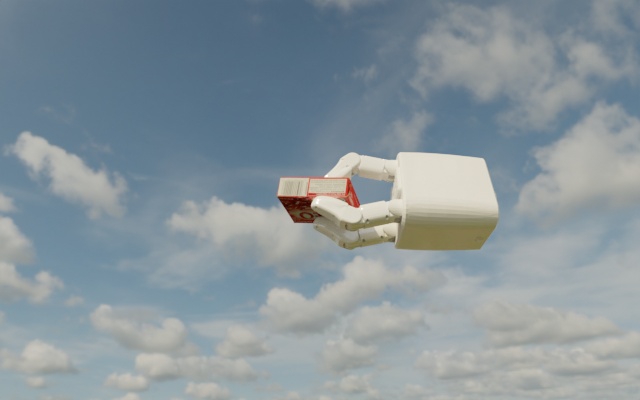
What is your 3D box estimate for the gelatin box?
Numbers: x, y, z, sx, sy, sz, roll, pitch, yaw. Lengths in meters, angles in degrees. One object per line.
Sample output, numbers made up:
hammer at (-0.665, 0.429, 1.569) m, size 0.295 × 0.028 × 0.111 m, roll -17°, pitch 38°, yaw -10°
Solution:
gelatin box at (0.000, 0.001, 0.585) m, size 0.089 × 0.030 × 0.073 m, roll 1°, pitch -28°, yaw 16°
